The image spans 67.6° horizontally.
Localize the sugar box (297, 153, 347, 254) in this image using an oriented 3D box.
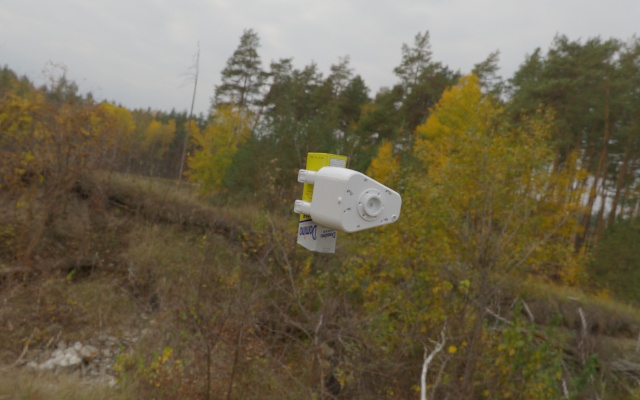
[{"bbox_3d":[0.000,0.003,0.878,0.048,0.176,0.093,8,3,-25],"label":"sugar box"}]
